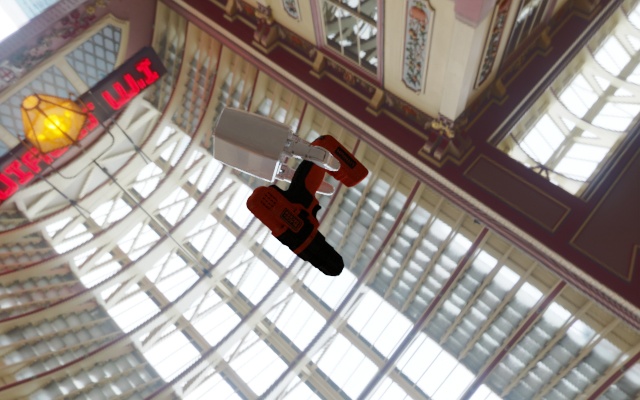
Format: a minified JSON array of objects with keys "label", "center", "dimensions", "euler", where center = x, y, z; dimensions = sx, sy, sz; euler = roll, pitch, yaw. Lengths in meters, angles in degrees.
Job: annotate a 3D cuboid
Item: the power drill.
[{"label":"power drill","center":[0.000,0.002,0.751],"dimensions":[0.184,0.187,0.057],"euler":[43,-31,-13]}]
